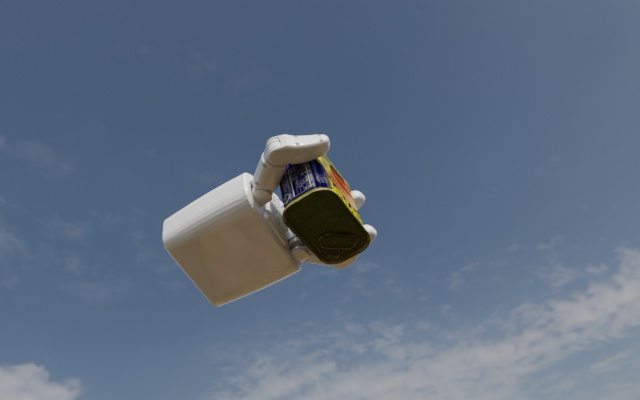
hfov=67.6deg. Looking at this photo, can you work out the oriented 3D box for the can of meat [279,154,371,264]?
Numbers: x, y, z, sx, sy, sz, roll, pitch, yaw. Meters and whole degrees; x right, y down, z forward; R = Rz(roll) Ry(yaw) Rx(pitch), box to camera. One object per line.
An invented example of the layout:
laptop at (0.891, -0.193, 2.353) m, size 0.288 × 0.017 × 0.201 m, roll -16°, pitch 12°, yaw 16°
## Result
can of meat at (0.000, 0.001, 0.486) m, size 0.057 × 0.084 × 0.102 m, roll -30°, pitch -49°, yaw 12°
